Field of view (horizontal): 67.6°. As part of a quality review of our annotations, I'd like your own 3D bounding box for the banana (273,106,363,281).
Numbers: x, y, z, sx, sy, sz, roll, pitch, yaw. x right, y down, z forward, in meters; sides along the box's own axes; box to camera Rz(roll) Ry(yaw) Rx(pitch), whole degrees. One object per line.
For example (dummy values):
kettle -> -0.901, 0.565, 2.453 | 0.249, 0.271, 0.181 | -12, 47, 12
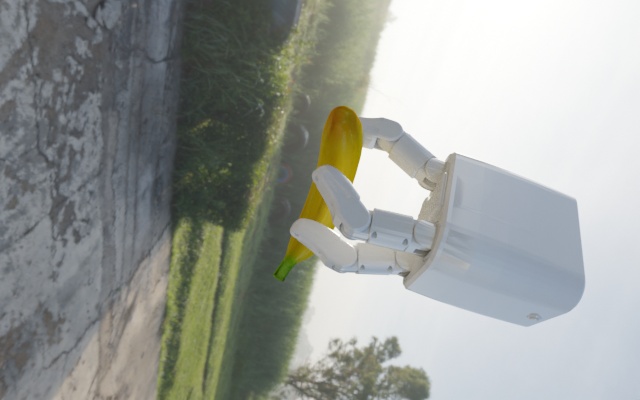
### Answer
banana -> 0.005, -0.007, 0.416 | 0.037, 0.198, 0.069 | 24, 41, 5
